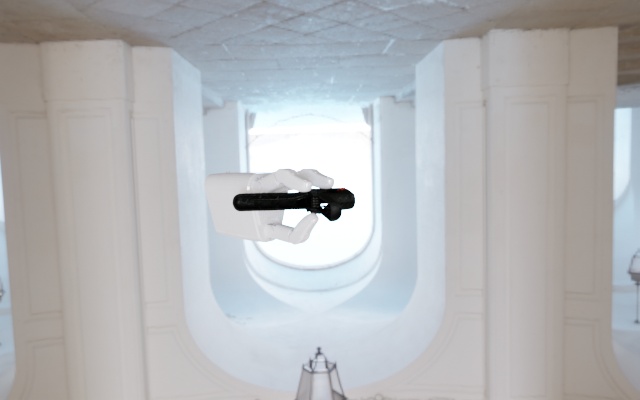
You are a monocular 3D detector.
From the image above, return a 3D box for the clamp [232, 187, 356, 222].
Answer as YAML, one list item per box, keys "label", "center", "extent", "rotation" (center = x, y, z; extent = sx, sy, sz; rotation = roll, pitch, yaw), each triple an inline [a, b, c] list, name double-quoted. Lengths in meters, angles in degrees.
- label: "clamp"
  center: [0.000, 0.003, 0.703]
  extent: [0.164, 0.036, 0.210]
  rotation: [8, 9, 34]
